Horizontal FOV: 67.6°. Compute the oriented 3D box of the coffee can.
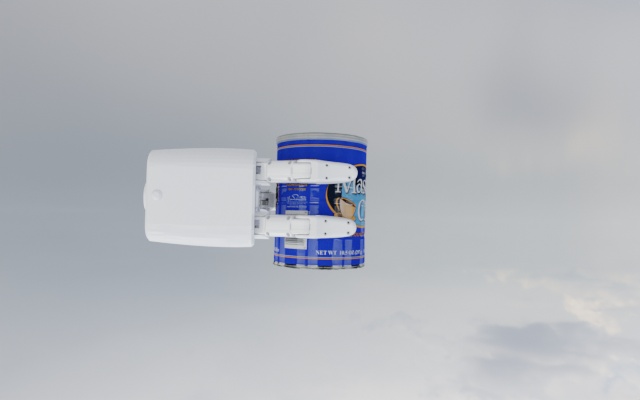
[{"bbox_3d":[0.000,0.002,0.535,0.103,0.140,0.103,1,-2,0],"label":"coffee can"}]
